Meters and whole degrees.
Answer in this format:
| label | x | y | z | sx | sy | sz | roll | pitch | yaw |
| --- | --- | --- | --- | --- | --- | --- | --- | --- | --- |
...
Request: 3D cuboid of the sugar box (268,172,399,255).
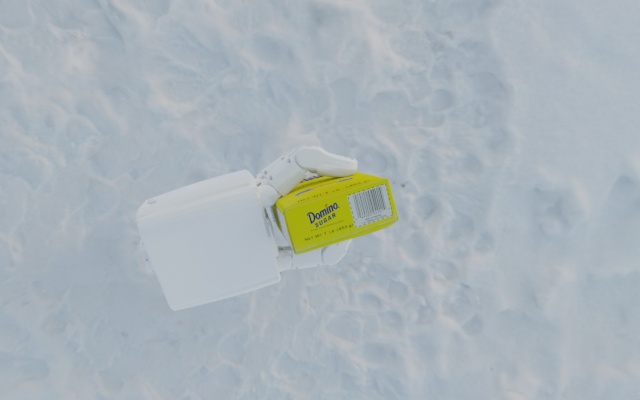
| label | x | y | z | sx | sy | sz | roll | pitch | yaw |
| --- | --- | --- | --- | --- | --- | --- | --- | --- | --- |
| sugar box | 0.000 | 0.001 | 0.467 | 0.093 | 0.048 | 0.176 | -16 | 12 | -10 |
